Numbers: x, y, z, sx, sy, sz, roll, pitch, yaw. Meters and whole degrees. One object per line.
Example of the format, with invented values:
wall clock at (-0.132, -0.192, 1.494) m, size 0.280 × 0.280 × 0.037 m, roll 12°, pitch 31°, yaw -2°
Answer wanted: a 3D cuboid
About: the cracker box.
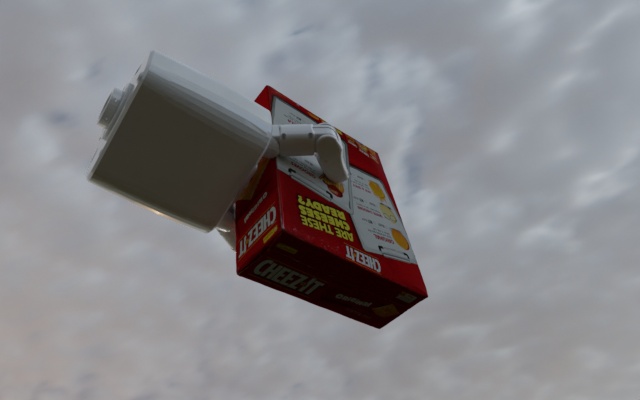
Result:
cracker box at (0.000, 0.001, 0.470) m, size 0.164 × 0.213 × 0.072 m, roll 27°, pitch -57°, yaw -30°
